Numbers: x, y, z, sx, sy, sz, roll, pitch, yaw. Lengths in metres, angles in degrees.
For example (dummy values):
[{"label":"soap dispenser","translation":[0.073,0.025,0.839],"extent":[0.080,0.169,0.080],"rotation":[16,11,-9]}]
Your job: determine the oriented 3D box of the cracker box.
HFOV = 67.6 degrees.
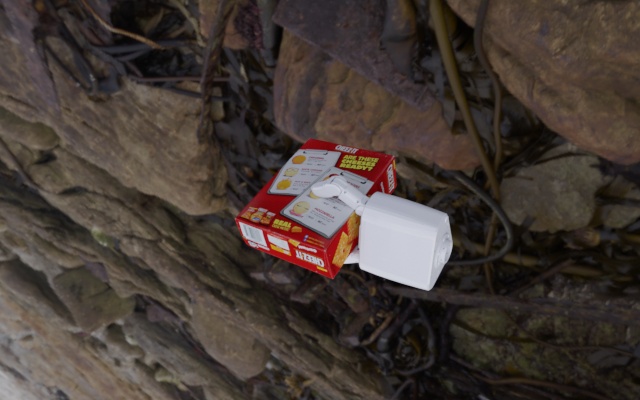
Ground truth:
[{"label":"cracker box","translation":[0.000,0.002,0.744],"extent":[0.164,0.072,0.213],"rotation":[16,49,29]}]
